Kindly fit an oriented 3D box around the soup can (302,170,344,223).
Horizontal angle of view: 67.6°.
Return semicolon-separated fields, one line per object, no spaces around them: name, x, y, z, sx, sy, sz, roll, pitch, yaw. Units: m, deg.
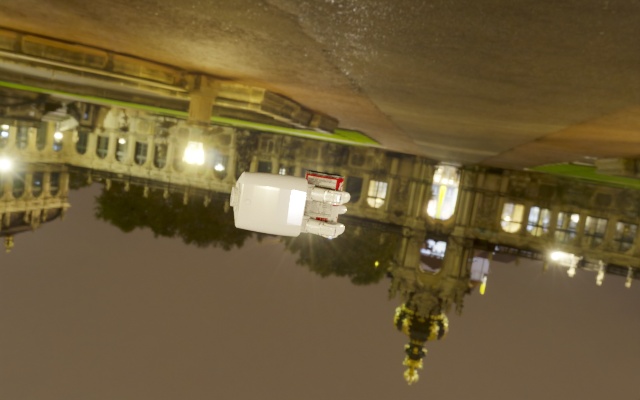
soup can;0.001;0.003;0.830;0.068;0.102;0.068;9;6;-1
